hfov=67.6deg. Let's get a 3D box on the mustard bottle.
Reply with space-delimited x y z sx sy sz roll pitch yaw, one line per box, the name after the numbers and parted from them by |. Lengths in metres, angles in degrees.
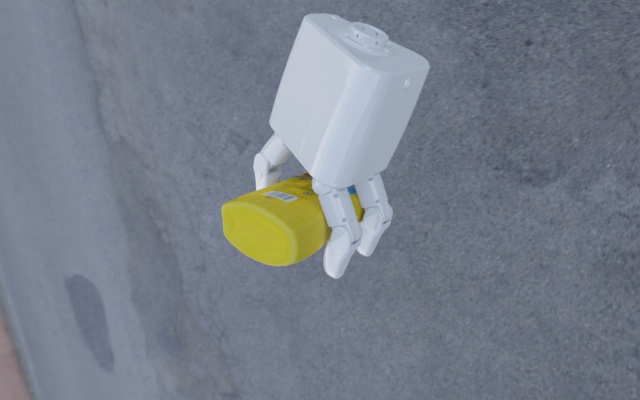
0.000 0.002 0.489 0.096 0.058 0.191 15 26 36 | mustard bottle
